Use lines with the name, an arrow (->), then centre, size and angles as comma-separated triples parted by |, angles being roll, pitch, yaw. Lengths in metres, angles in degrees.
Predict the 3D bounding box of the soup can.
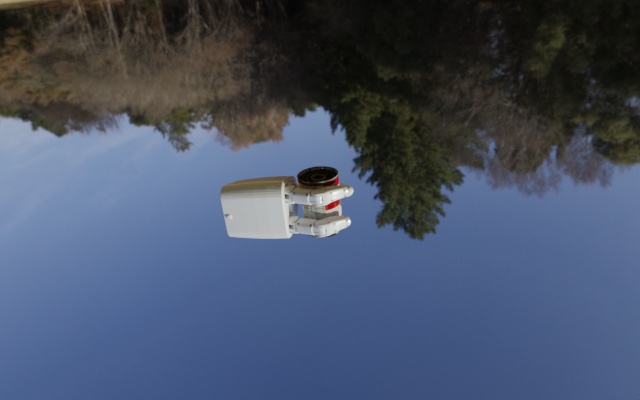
soup can -> 0.001, 0.003, 0.794 | 0.068, 0.102, 0.068 | -5, 25, 2
